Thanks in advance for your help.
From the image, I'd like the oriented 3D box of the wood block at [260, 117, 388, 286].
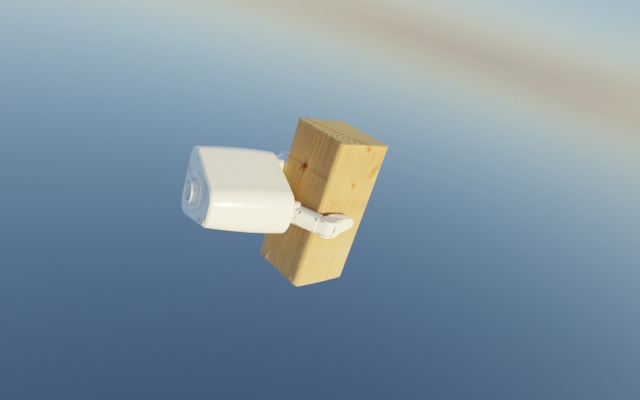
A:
[{"bbox_3d":[0.000,0.002,0.655,0.090,0.206,0.090,-4,31,-44],"label":"wood block"}]
